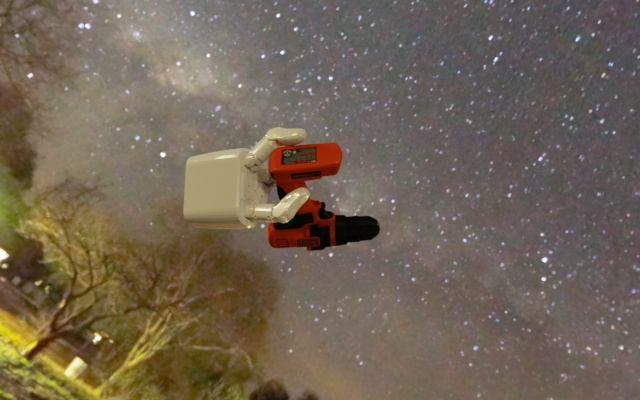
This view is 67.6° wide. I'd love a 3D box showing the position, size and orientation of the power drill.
[{"bbox_3d":[0.000,0.002,0.731,0.184,0.188,0.057,-5,42,0],"label":"power drill"}]
